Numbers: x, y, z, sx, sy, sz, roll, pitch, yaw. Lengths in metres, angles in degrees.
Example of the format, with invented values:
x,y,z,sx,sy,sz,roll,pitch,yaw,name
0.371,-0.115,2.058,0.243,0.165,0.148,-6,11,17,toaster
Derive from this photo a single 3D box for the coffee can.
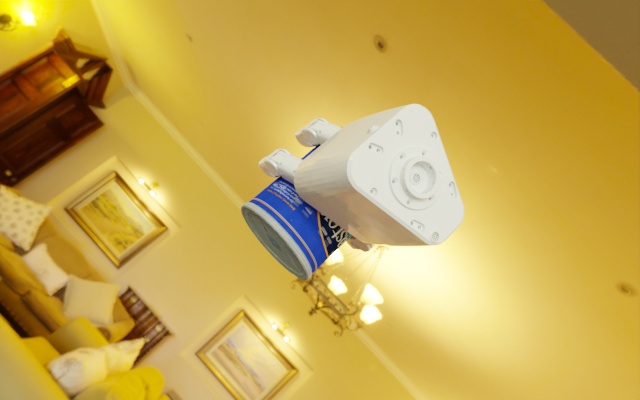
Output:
x,y,z,sx,sy,sz,roll,pitch,yaw,name
0.000,0.002,0.520,0.140,0.103,0.103,-42,16,-19,coffee can
